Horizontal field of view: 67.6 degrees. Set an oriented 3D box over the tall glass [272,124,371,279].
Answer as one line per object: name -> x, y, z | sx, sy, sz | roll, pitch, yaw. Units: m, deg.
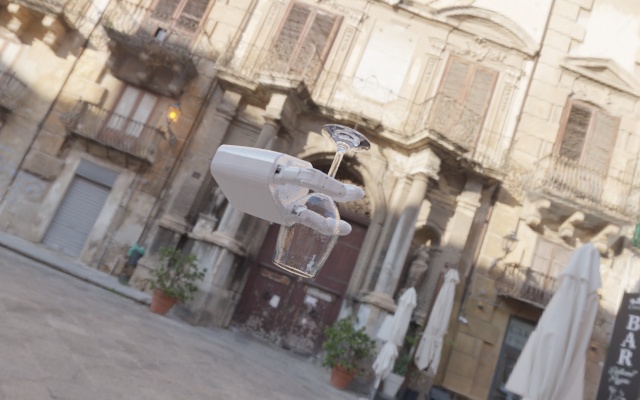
tall glass -> 0.000, 0.002, 0.647 | 0.079, 0.201, 0.079 | 20, -14, 5
